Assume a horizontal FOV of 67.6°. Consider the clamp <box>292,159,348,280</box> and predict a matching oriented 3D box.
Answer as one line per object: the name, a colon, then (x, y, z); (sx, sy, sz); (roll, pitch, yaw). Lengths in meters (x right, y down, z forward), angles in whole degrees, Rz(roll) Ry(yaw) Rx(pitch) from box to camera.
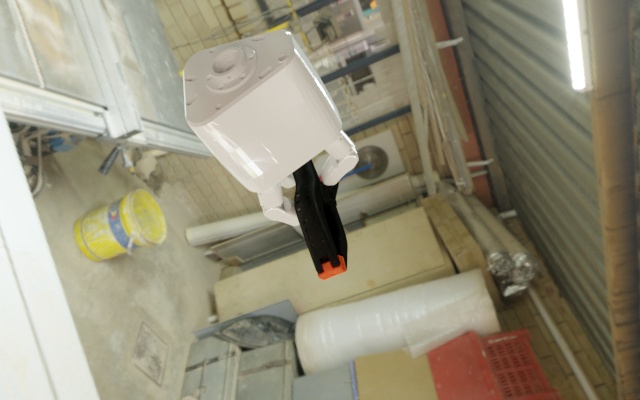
clamp: (0.001, 0.002, 0.559); (0.036, 0.209, 0.165); (-24, -35, 14)
